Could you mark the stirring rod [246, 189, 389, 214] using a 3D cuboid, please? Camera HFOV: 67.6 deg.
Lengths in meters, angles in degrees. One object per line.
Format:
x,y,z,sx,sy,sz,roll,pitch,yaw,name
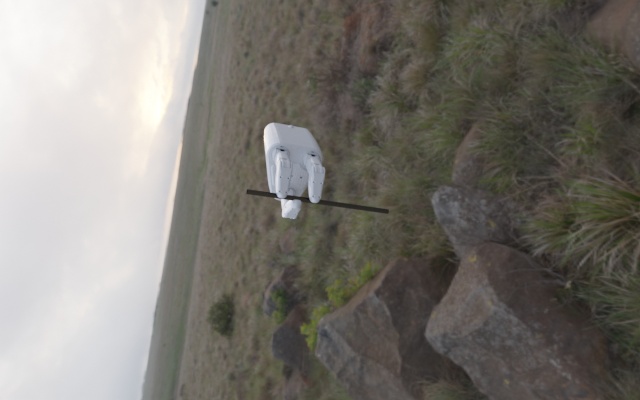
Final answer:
0.000,0.003,0.775,0.239,0.011,0.011,8,-2,-17,stirring rod
